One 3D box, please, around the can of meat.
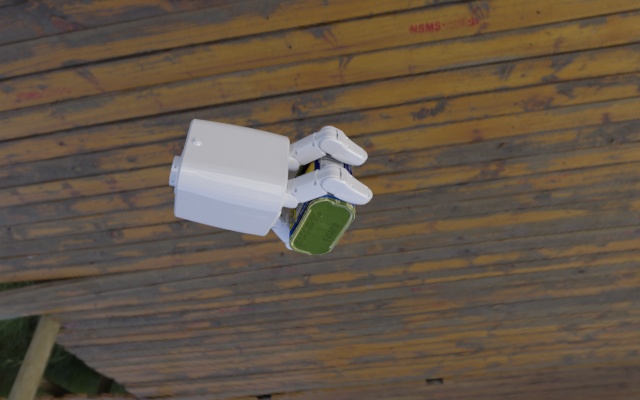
[{"bbox_3d":[0.000,0.002,0.545,0.057,0.083,0.102,14,-43,-16],"label":"can of meat"}]
